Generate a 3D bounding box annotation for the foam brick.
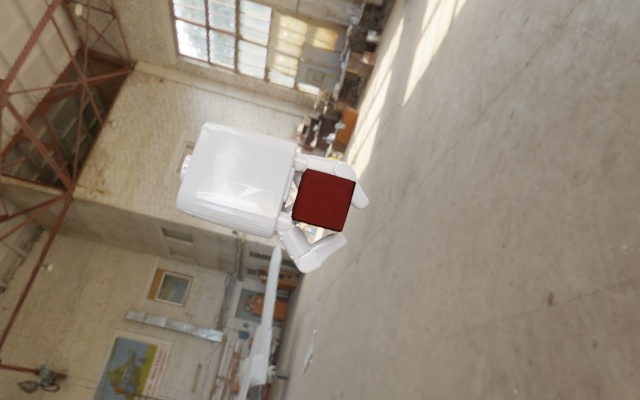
[{"bbox_3d":[0.000,0.002,0.497,0.051,0.053,0.078,16,-5,-5],"label":"foam brick"}]
